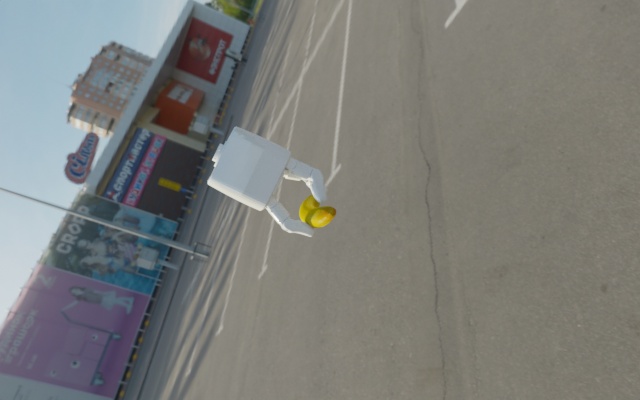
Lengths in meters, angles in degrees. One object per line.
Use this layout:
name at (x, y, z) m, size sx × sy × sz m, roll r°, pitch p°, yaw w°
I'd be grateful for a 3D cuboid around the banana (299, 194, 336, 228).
banana at (-0.010, 0.018, 0.888) m, size 0.037 × 0.069 × 0.197 m, roll 31°, pitch 9°, yaw -13°
